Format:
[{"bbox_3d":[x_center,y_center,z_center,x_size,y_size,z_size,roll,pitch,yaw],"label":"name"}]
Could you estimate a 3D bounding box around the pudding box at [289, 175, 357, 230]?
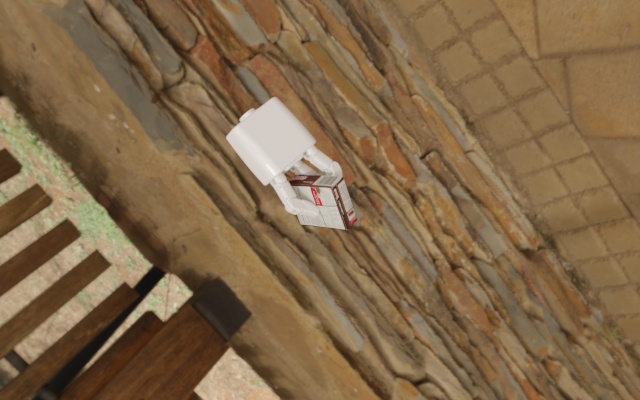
[{"bbox_3d":[0.000,0.003,0.838,0.113,0.090,0.039,5,37,41],"label":"pudding box"}]
